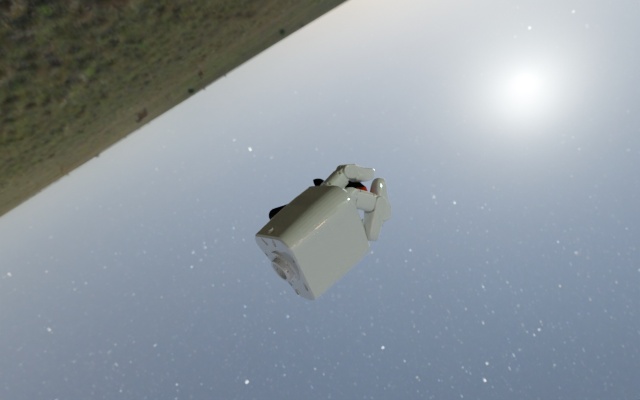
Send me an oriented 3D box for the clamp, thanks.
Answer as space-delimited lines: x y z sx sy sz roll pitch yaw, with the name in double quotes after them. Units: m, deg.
0.001 0.003 0.710 0.120 0.039 0.171 -40 20 -25 "clamp"
